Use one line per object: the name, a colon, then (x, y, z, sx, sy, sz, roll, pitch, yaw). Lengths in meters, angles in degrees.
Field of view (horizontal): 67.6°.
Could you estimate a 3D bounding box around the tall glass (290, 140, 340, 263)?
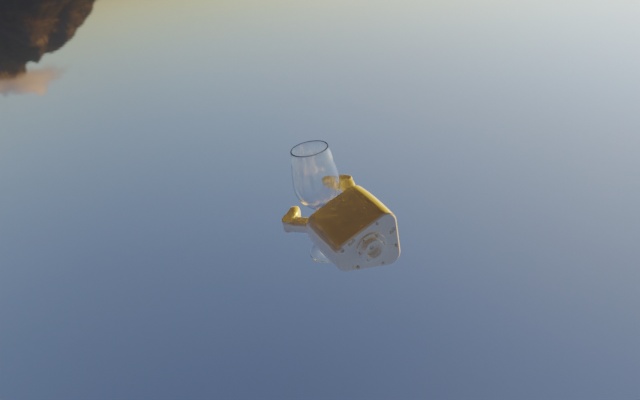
tall glass: (0.000, 0.003, 0.804, 0.079, 0.201, 0.079, -9, 29, 5)
